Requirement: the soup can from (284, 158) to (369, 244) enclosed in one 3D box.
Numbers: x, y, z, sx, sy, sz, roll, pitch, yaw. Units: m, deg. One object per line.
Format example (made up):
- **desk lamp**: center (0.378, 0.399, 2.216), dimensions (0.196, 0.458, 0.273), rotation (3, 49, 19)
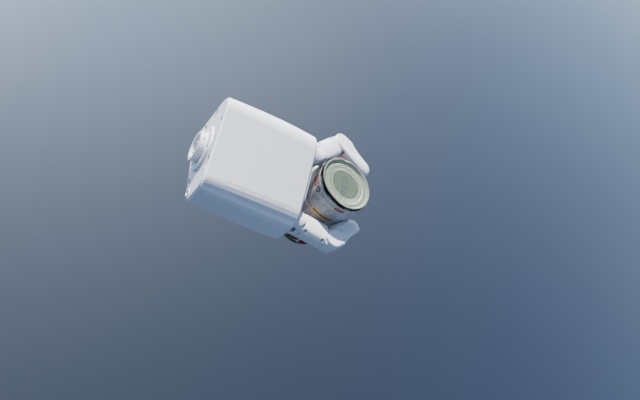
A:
- **soup can**: center (0.001, 0.002, 0.562), dimensions (0.068, 0.068, 0.102), rotation (0, -25, -40)
